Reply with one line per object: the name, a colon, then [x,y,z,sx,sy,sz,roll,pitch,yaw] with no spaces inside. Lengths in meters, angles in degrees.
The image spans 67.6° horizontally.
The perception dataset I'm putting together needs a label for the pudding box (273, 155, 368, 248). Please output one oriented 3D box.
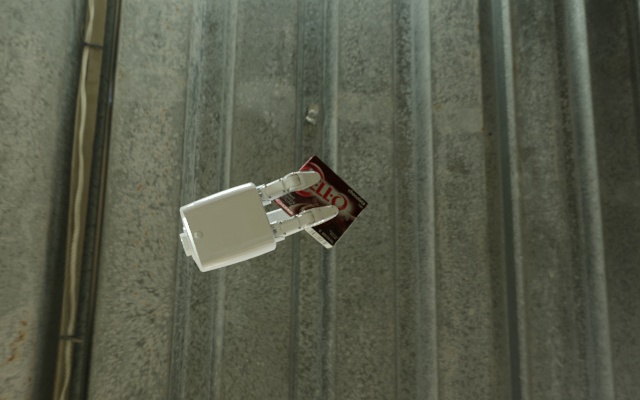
pudding box: [0.000,0.002,0.711,0.113,0.090,0.039,43,-20,-4]
